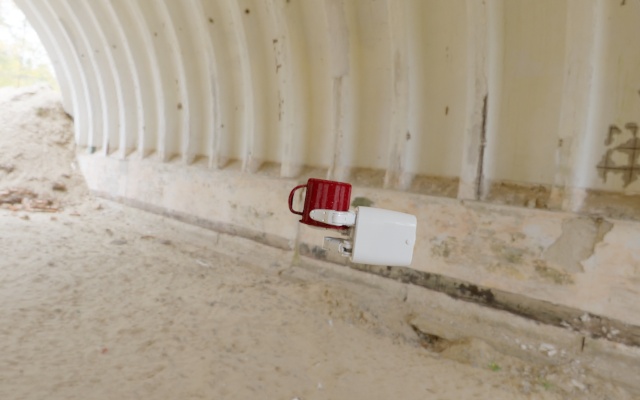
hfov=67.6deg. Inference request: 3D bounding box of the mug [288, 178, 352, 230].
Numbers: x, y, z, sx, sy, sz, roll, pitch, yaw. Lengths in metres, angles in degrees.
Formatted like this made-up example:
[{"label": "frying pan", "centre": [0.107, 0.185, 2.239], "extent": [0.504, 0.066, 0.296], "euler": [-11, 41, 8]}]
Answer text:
[{"label": "mug", "centre": [-0.001, 0.002, 0.860], "extent": [0.117, 0.081, 0.093], "euler": [8, 3, -7]}]
